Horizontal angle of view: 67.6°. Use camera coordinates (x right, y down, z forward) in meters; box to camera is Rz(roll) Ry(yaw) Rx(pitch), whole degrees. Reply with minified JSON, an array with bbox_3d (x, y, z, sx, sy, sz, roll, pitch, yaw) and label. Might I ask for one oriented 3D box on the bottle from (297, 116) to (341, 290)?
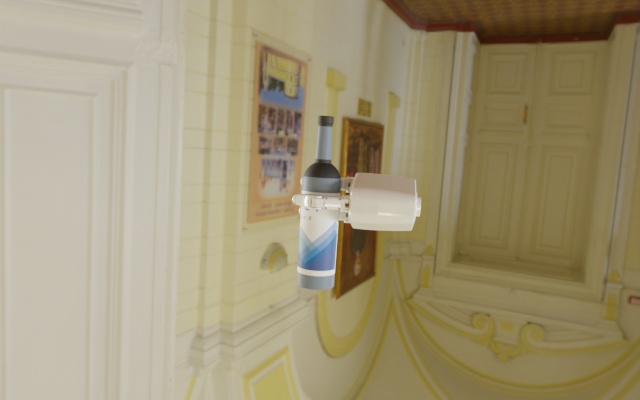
[{"bbox_3d":[0.000,0.003,0.828,0.069,0.296,0.069,4,6,0],"label":"bottle"}]
